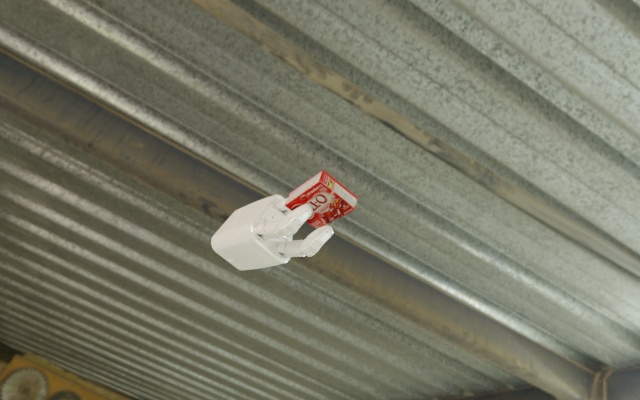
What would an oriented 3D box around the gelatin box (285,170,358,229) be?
[{"bbox_3d":[0.000,0.002,0.733,0.073,0.030,0.089,38,-46,-22],"label":"gelatin box"}]
